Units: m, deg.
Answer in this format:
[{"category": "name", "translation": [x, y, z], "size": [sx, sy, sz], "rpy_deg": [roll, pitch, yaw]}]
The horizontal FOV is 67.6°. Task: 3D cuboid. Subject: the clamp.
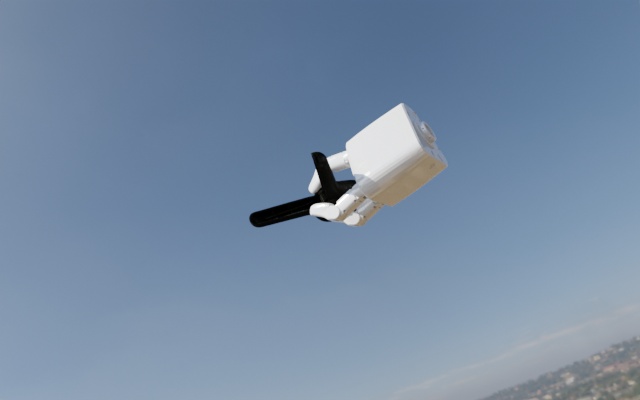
[{"category": "clamp", "translation": [0.000, 0.002, 0.756], "size": [0.164, 0.036, 0.210], "rpy_deg": [-37, -31, 25]}]
